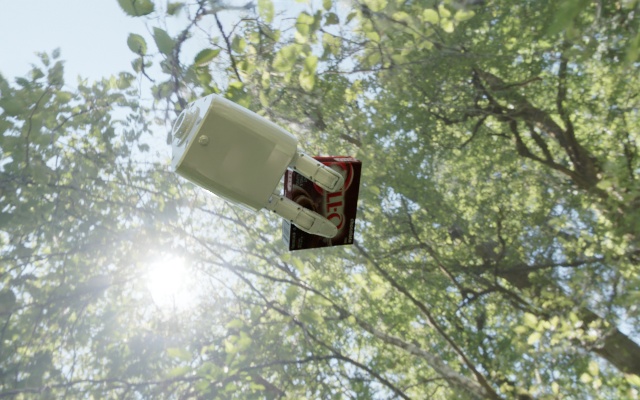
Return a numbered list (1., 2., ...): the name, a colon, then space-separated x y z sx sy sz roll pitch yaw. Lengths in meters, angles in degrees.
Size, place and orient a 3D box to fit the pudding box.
1. pudding box: 0.000 0.002 0.592 0.090 0.113 0.039 -3 21 -23
